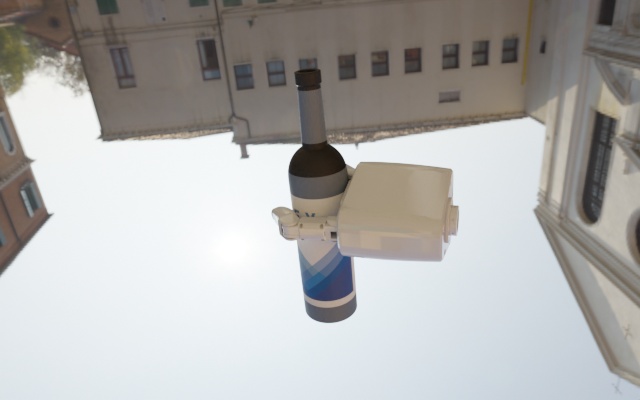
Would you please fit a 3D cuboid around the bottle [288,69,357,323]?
[{"bbox_3d":[0.000,0.002,0.545,0.069,0.296,0.069,-5,25,2],"label":"bottle"}]
